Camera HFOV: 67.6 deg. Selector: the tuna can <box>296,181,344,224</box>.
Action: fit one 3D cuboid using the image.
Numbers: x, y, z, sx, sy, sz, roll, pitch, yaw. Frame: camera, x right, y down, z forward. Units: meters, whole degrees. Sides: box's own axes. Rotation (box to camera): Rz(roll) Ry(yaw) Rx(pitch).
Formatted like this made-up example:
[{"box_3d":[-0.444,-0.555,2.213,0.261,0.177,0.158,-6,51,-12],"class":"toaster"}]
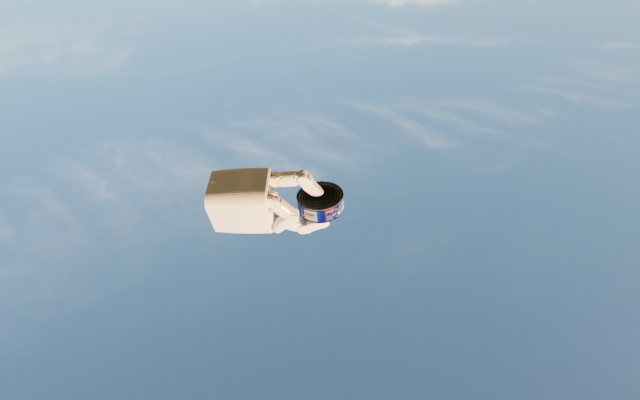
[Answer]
[{"box_3d":[0.000,0.003,0.869,0.086,0.034,0.086,-3,38,3],"class":"tuna can"}]
